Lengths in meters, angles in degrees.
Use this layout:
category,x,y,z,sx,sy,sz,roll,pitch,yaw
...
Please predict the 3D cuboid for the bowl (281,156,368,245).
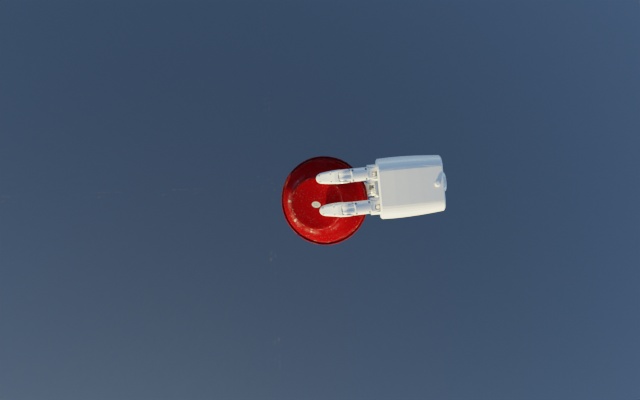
category,x,y,z,sx,sy,sz,roll,pitch,yaw
bowl,-0.001,0.003,0.840,0.162,0.162,0.055,0,5,14
